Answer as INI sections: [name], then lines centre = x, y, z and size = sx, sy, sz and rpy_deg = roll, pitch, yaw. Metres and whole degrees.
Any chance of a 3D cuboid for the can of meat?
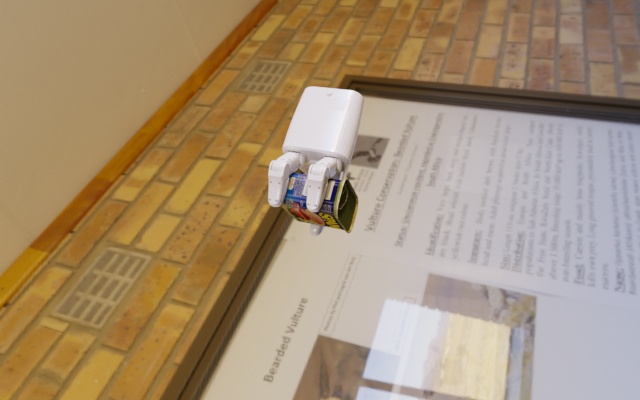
[can of meat]
centre = 0.000, 0.002, 0.669
size = 0.084, 0.057, 0.102
rpy_deg = 10, -16, 18
